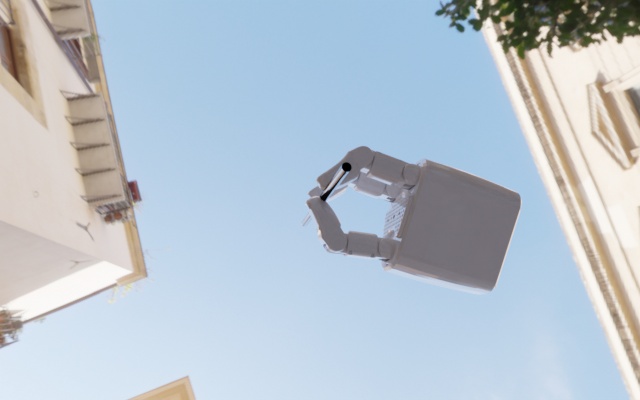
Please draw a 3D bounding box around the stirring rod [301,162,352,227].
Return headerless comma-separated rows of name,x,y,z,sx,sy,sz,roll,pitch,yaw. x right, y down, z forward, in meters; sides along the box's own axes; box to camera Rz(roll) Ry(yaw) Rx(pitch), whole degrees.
stirring rod,0.000,0.002,0.485,0.011,0.011,0.239,0,-13,-10
